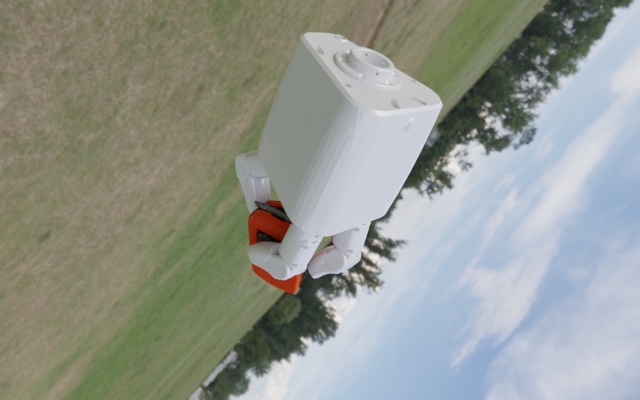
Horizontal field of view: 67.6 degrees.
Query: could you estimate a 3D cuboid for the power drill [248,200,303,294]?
[{"bbox_3d":[0.000,0.002,0.498,0.057,0.187,0.185,24,-37,16],"label":"power drill"}]
